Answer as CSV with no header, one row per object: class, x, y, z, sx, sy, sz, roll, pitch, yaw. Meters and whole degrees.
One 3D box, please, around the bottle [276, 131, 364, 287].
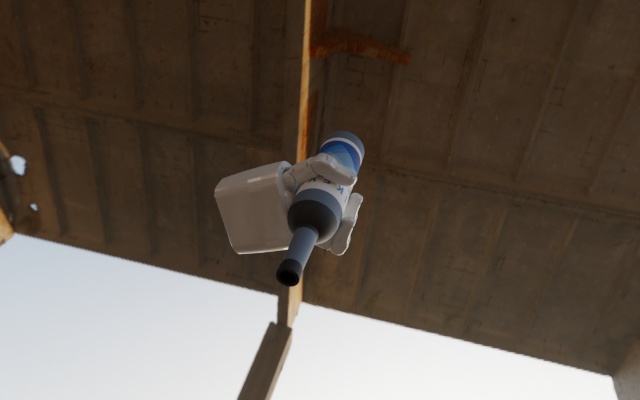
bottle,0.000,0.002,0.630,0.069,0.069,0.295,0,34,17
